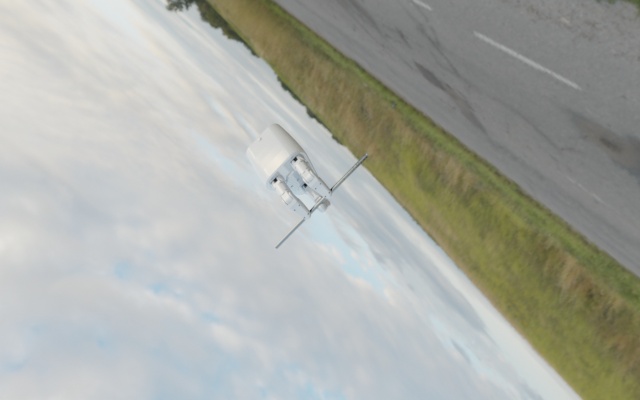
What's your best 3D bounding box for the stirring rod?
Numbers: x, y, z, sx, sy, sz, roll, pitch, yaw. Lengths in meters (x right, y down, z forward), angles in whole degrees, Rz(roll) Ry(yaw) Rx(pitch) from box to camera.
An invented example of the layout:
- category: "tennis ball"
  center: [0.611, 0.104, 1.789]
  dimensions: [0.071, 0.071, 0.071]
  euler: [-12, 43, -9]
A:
- category: "stirring rod"
  center: [0.000, 0.003, 0.869]
  dimensions: [0.011, 0.239, 0.011]
  euler: [43, 9, -9]
